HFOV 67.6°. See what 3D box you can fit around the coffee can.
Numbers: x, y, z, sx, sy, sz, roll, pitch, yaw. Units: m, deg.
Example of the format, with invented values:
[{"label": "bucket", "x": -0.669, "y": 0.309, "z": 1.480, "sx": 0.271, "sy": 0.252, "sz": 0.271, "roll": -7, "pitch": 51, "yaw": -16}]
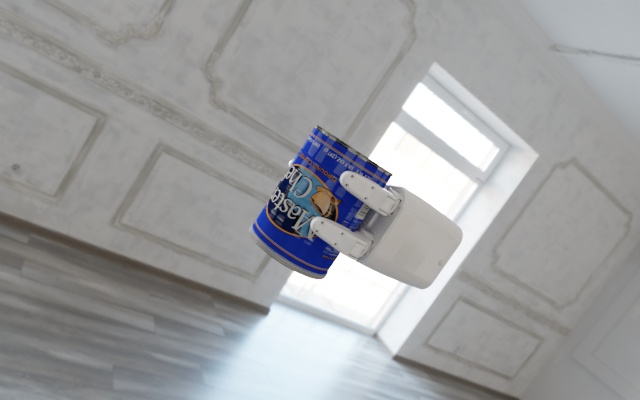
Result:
[{"label": "coffee can", "x": 0.000, "y": 0.002, "z": 0.534, "sx": 0.103, "sy": 0.140, "sz": 0.103, "roll": 32, "pitch": 8, "yaw": -5}]
